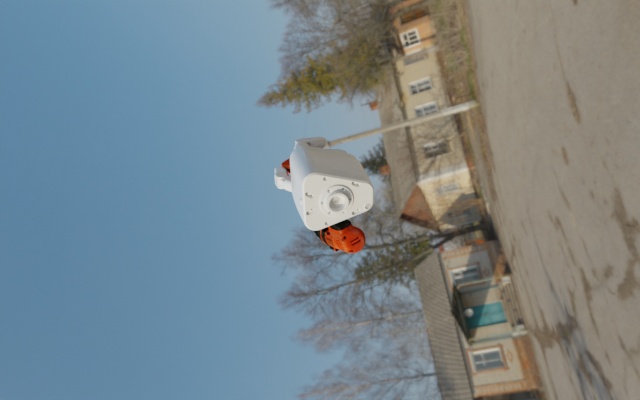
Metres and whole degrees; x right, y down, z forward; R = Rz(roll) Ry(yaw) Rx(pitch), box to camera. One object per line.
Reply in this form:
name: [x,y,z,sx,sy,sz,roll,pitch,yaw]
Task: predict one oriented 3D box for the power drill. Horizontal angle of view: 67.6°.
power drill: [0.000,0.002,0.865,0.057,0.188,0.184,-33,14,-16]
